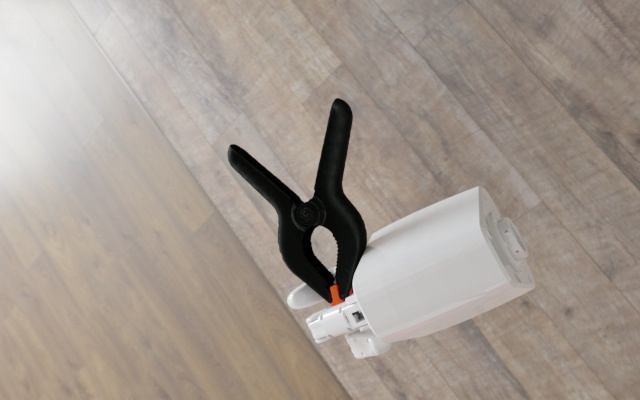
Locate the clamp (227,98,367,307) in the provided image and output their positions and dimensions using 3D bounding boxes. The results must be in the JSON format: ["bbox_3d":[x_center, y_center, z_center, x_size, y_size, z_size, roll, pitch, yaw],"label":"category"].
[{"bbox_3d":[0.000,0.002,0.408,0.120,0.171,0.039,-30,-5,24],"label":"clamp"}]
